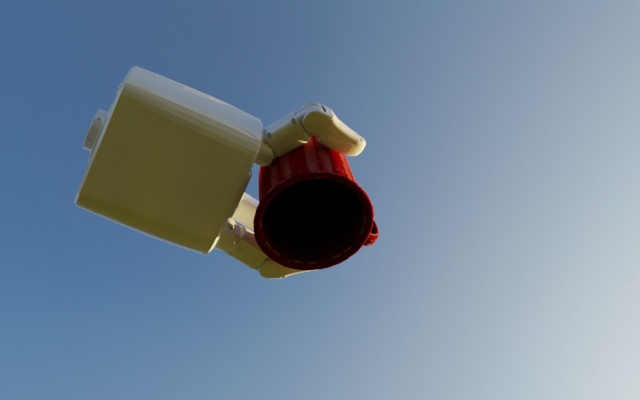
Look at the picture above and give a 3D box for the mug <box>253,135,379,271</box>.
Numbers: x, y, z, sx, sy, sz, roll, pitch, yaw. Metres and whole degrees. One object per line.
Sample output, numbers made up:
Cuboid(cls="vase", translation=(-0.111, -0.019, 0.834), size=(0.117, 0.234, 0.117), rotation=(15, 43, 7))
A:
Cuboid(cls="mug", translation=(0.001, 0.002, 0.402), size=(0.117, 0.093, 0.081), rotation=(24, 26, -23))
